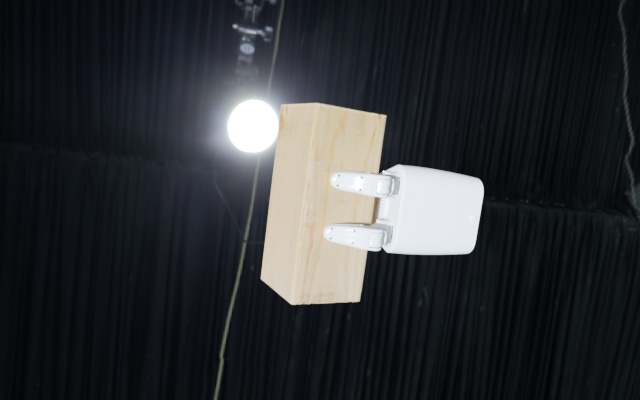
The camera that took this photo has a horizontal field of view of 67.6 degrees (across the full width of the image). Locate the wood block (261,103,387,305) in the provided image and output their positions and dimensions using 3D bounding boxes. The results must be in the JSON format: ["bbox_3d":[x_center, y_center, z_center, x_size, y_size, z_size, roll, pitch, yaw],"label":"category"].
[{"bbox_3d":[0.000,0.002,0.536,0.090,0.206,0.091,4,7,-28],"label":"wood block"}]
